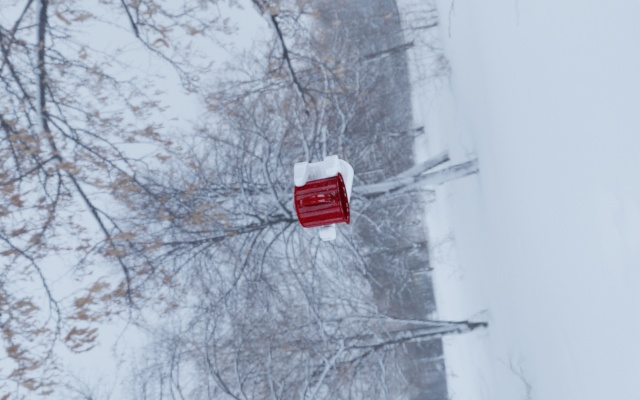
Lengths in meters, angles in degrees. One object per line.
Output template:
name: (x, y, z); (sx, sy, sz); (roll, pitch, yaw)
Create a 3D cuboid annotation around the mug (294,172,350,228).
mug: (0.000, 0.003, 0.823); (0.081, 0.093, 0.117); (-10, -3, 11)
